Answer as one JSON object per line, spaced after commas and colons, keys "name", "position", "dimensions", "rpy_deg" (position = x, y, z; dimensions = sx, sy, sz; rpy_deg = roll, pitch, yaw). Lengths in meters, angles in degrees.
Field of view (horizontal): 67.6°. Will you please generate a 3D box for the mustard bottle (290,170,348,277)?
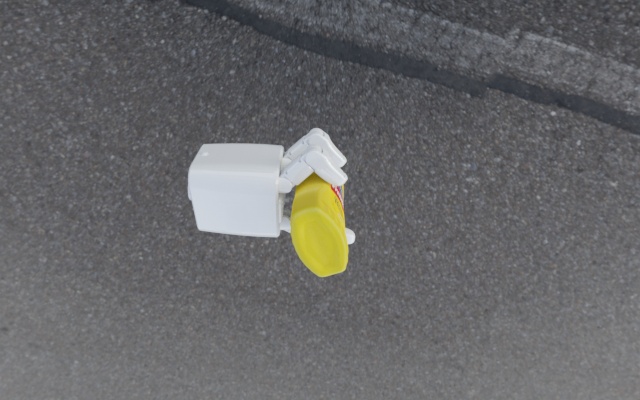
{"name": "mustard bottle", "position": [0.000, 0.002, 0.603], "dimensions": [0.058, 0.096, 0.191], "rpy_deg": [-18, 28, 11]}
